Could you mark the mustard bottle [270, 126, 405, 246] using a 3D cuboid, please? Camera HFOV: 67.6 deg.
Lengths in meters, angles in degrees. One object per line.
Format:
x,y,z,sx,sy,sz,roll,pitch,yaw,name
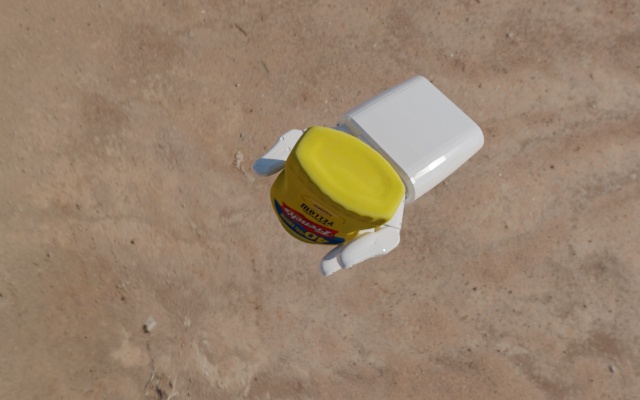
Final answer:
0.000,0.002,0.455,0.096,0.058,0.192,32,-21,-5,mustard bottle
